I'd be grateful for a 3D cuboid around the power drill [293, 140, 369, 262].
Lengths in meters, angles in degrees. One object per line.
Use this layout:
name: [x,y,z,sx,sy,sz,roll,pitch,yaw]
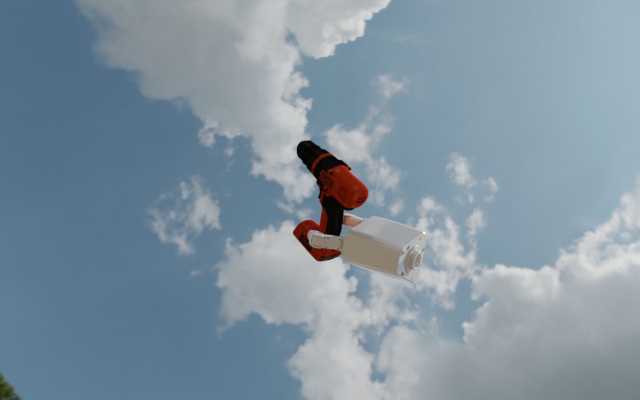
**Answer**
power drill: [0.000,0.003,0.874,0.057,0.188,0.184,-13,42,-33]
